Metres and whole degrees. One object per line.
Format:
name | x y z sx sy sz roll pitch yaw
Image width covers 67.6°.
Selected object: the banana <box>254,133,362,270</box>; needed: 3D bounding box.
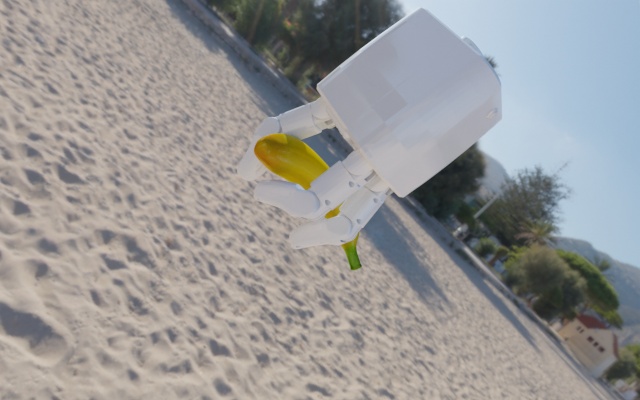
banana | -0.003 -0.010 0.444 0.037 0.069 0.198 -28 -44 11
